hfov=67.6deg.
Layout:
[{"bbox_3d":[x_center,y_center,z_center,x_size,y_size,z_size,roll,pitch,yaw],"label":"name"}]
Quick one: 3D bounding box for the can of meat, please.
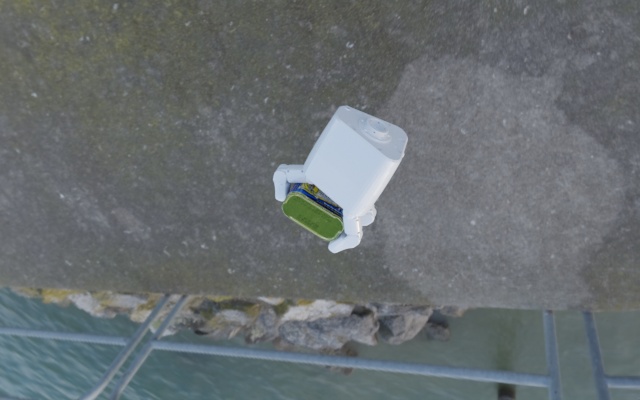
[{"bbox_3d":[0.000,0.003,0.726,0.102,0.057,0.084,32,39,-3],"label":"can of meat"}]
